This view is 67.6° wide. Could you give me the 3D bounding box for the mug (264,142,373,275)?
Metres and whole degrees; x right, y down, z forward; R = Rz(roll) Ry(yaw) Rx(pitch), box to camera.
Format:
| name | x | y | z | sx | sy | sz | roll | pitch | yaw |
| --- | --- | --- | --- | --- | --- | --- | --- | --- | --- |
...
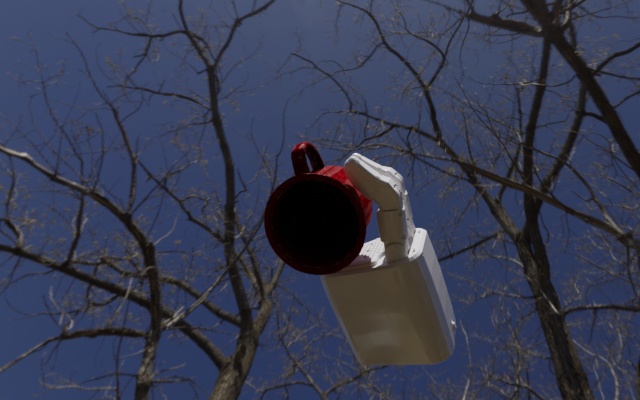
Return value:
| name | x | y | z | sx | sy | sz | roll | pitch | yaw |
| --- | --- | --- | --- | --- | --- | --- | --- | --- | --- |
| mug | 0.000 | 0.000 | 0.452 | 0.093 | 0.117 | 0.081 | -18 | 9 | 19 |
